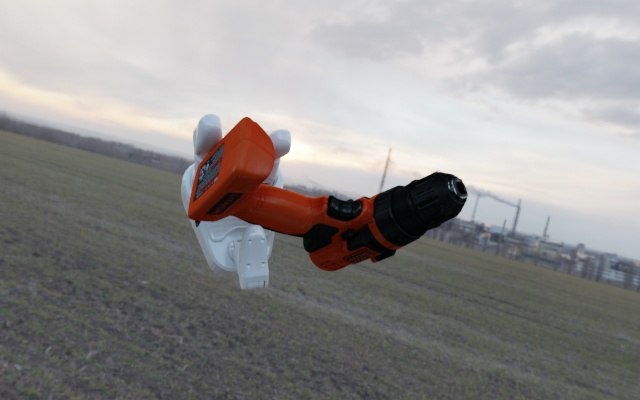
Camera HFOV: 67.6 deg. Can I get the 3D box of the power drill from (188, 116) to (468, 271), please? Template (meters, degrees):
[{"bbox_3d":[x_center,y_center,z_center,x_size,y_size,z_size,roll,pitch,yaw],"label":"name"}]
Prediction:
[{"bbox_3d":[0.000,0.001,0.401,0.188,0.057,0.184,23,-36,-29],"label":"power drill"}]
